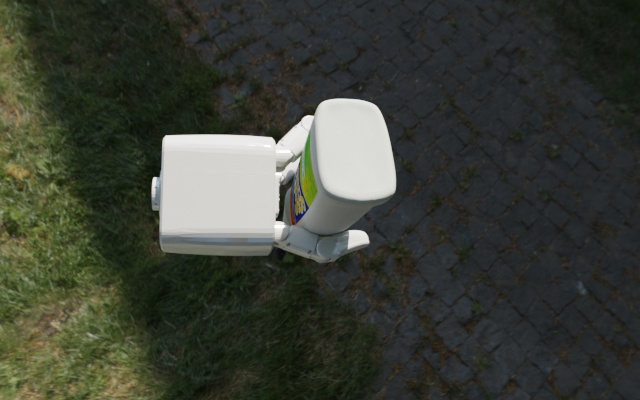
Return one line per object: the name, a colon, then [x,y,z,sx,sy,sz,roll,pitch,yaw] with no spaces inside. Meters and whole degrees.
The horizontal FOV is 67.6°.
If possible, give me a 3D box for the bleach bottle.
bleach bottle: [0.000,0.002,0.506,0.068,0.102,0.251,0,-23,-14]
